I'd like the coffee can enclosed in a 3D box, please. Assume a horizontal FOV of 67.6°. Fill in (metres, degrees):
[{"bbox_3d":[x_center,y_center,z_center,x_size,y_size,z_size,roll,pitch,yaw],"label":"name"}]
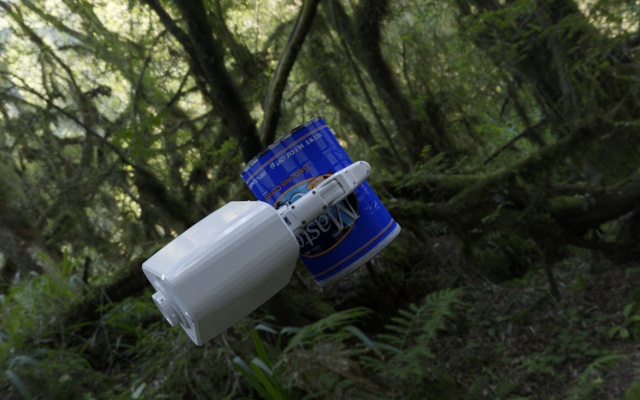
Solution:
[{"bbox_3d":[0.000,0.002,0.488,0.103,0.140,0.103,-35,0,0],"label":"coffee can"}]
